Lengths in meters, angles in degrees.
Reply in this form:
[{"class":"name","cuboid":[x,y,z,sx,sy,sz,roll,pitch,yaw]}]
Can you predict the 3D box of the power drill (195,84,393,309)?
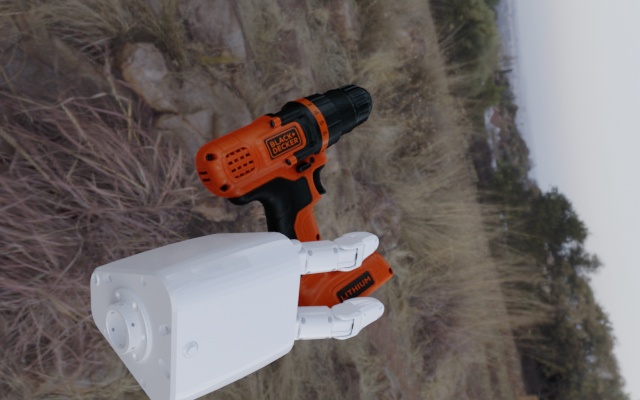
[{"class":"power drill","cuboid":[0.000,0.002,0.437,0.184,0.188,0.057,-30,15,-29]}]
